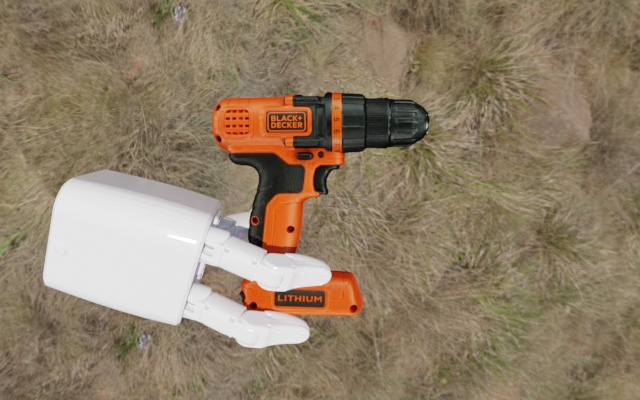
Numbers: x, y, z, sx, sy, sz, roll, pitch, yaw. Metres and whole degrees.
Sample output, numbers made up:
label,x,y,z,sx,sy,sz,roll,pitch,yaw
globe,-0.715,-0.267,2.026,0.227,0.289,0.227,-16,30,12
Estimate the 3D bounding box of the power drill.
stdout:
label,x,y,z,sx,sy,sz,roll,pitch,yaw
power drill,0.000,0.002,0.414,0.184,0.187,0.057,0,2,5
